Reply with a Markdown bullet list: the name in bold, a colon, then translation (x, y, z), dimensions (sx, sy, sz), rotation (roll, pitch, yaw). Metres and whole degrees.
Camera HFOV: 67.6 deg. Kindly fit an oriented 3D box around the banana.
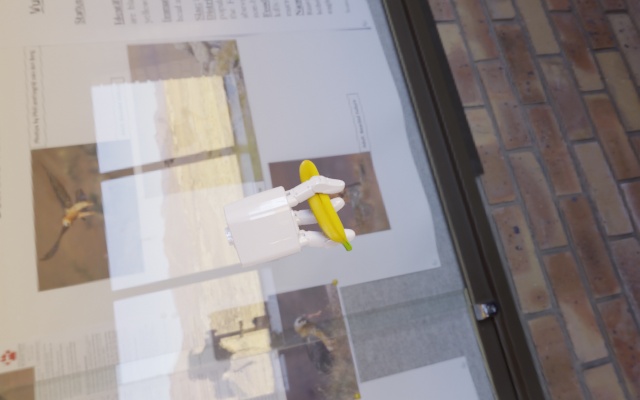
- **banana**: translation (-0.003, -0.002, 0.830), dimensions (0.037, 0.197, 0.070), rotation (-25, -27, 2)
